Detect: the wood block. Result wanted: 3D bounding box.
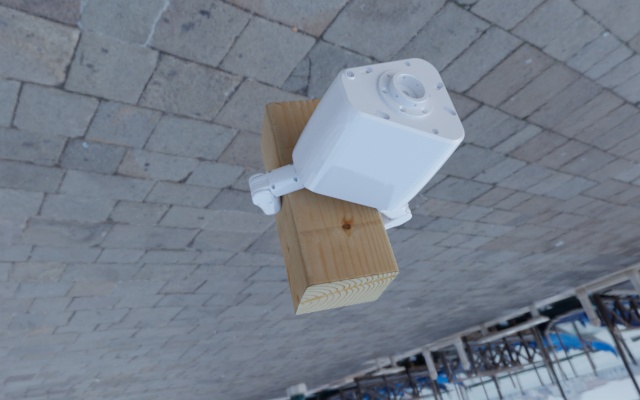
[{"bbox_3d":[0.000,0.002,0.505,0.091,0.206,0.090,-7,-28,-15],"label":"wood block"}]
